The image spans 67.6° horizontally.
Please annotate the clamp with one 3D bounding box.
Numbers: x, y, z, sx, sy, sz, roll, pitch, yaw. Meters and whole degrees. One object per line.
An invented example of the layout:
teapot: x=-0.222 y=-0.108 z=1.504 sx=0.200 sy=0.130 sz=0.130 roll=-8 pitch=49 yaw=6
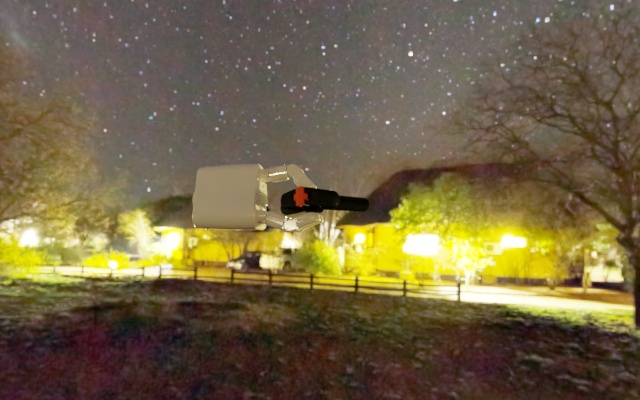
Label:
clamp: x=0.000 y=0.002 z=0.792 sx=0.164 sy=0.036 sz=0.210 roll=-3 pitch=-6 yaw=4
